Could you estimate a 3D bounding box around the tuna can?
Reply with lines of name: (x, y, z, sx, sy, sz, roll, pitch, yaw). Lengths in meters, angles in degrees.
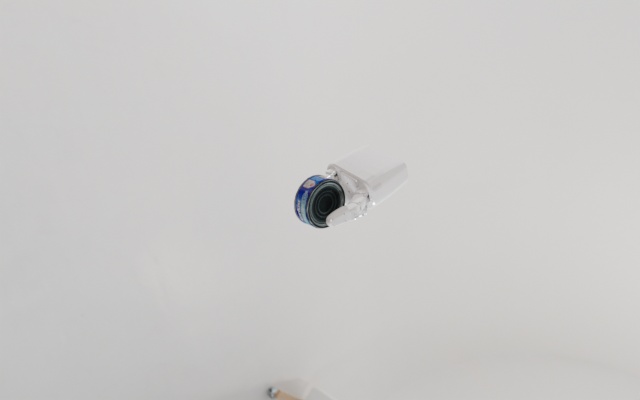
tuna can: (0.000, 0.003, 0.786, 0.086, 0.086, 0.033, 0, 15, -42)
